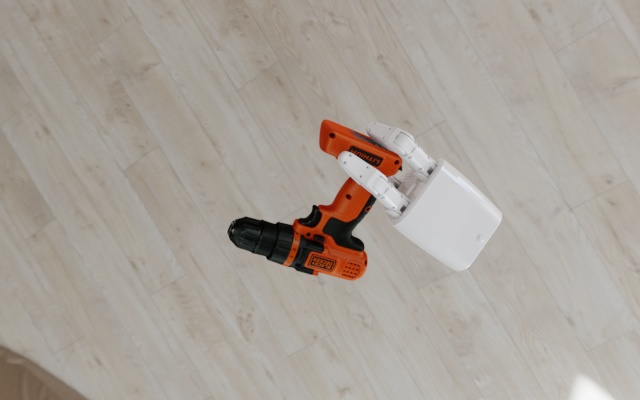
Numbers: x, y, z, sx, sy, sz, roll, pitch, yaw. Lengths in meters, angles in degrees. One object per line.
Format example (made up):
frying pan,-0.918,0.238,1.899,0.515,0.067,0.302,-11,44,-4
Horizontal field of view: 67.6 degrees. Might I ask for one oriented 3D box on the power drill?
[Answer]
power drill,0.001,0.002,0.579,0.184,0.188,0.057,18,21,-20
